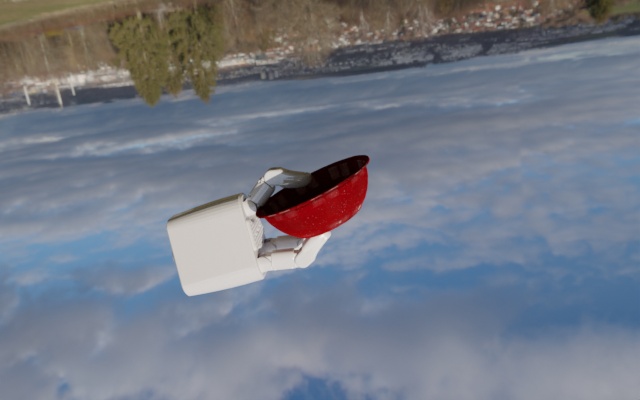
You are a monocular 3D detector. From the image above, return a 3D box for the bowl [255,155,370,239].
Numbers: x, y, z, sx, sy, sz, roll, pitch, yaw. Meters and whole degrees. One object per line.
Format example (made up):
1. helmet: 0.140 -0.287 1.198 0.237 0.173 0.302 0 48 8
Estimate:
1. bowl: 0.001 0.002 0.612 0.162 0.055 0.162 -26 13 6
